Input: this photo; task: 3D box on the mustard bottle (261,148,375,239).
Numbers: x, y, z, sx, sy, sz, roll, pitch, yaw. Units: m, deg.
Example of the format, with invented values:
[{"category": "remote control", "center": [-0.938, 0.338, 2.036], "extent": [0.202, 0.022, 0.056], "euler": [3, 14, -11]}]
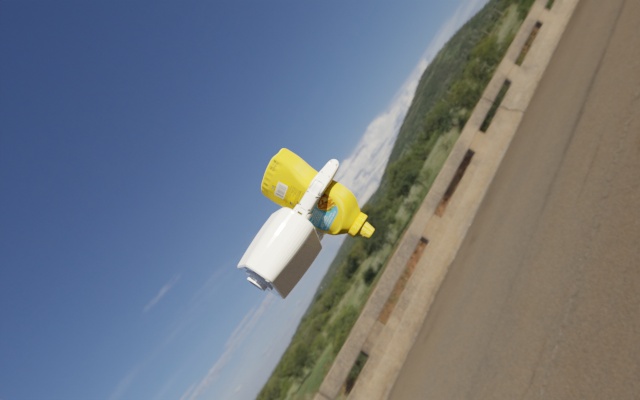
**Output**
[{"category": "mustard bottle", "center": [0.000, 0.002, 0.759], "extent": [0.191, 0.096, 0.058], "euler": [33, 47, 7]}]
